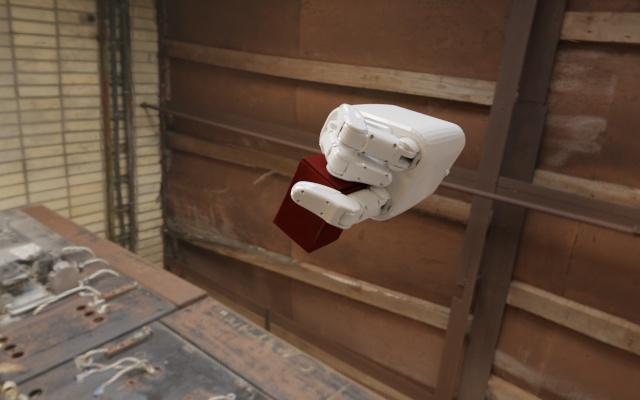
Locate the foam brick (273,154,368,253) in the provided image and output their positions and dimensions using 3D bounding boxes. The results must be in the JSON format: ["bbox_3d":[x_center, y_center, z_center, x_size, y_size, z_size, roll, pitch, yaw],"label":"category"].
[{"bbox_3d":[0.000,0.002,0.461,0.053,0.078,0.051,41,33,21],"label":"foam brick"}]
